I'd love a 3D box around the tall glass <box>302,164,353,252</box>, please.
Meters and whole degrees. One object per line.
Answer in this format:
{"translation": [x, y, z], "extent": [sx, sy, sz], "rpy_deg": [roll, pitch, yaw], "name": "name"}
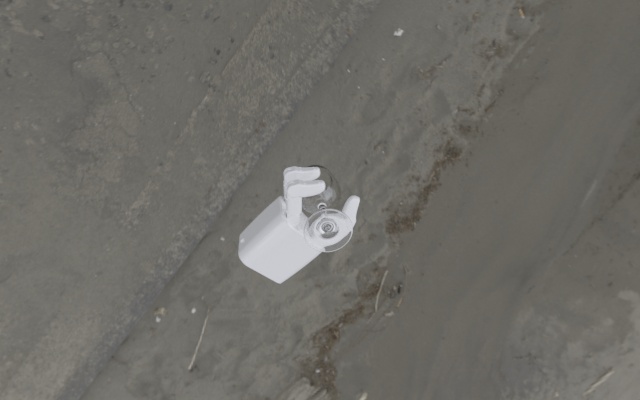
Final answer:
{"translation": [0.000, 0.003, 0.800], "extent": [0.079, 0.079, 0.201], "rpy_deg": [0, 26, -7], "name": "tall glass"}
